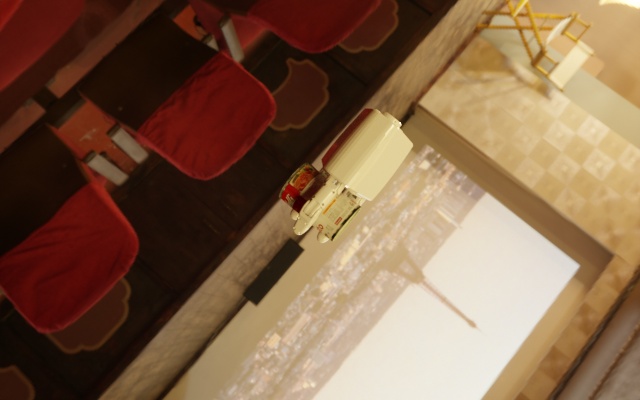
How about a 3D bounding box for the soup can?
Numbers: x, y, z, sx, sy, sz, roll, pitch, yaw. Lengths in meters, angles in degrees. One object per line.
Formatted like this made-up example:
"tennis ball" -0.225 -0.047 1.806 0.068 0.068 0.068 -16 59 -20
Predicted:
"soup can" 0.000 0.003 0.694 0.102 0.068 0.068 40 7 9
